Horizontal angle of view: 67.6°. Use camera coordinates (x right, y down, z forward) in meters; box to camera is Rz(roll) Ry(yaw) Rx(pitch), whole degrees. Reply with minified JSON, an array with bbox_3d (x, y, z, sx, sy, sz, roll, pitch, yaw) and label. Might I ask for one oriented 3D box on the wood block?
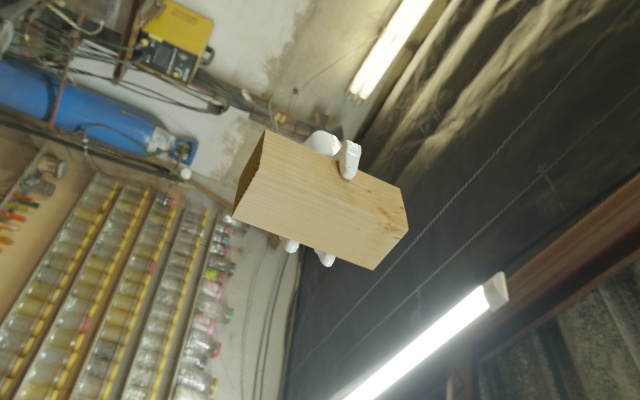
[{"bbox_3d":[0.000,0.002,0.629,0.206,0.091,0.090,22,36,-17],"label":"wood block"}]
